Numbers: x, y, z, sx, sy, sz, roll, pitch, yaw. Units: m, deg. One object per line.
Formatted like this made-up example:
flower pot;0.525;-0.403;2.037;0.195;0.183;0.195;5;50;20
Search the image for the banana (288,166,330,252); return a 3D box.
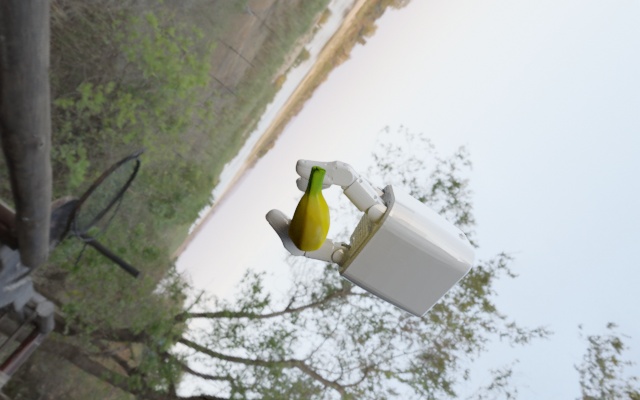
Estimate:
banana;-0.007;0.018;0.480;0.037;0.069;0.198;23;-7;0
